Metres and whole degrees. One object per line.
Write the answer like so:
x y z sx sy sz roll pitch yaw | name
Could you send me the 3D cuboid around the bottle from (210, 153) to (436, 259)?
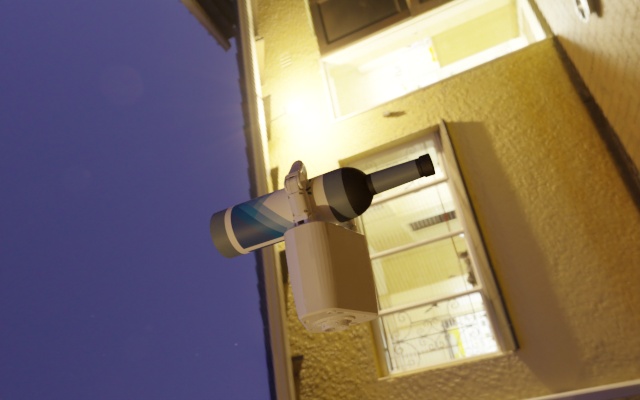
0.000 0.002 0.610 0.296 0.069 0.069 -19 -6 18 | bottle
